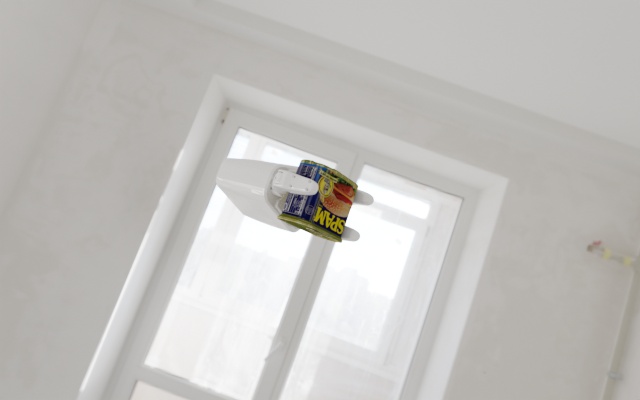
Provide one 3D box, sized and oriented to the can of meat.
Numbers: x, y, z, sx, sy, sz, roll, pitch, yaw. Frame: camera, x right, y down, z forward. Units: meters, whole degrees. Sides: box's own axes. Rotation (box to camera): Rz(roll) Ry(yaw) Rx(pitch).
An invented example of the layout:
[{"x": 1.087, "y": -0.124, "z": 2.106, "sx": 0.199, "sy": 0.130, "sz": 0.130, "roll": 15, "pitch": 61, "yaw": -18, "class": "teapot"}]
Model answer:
[{"x": 0.000, "y": 0.002, "z": 0.639, "sx": 0.057, "sy": 0.084, "sz": 0.102, "roll": 12, "pitch": -11, "yaw": 38, "class": "can of meat"}]
